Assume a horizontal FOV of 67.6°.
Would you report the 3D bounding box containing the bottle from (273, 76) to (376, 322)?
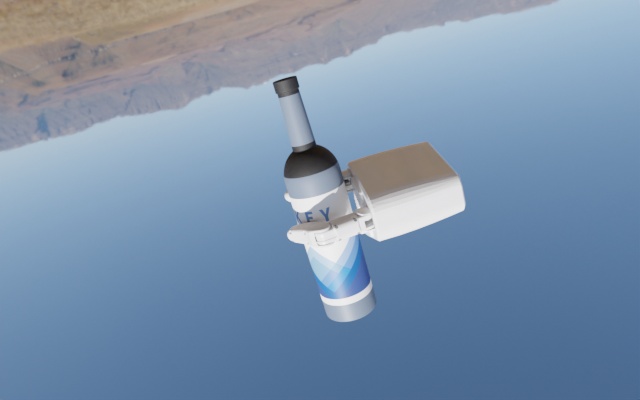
[{"bbox_3d":[0.000,0.002,0.565,0.069,0.296,0.069,-15,18,5],"label":"bottle"}]
